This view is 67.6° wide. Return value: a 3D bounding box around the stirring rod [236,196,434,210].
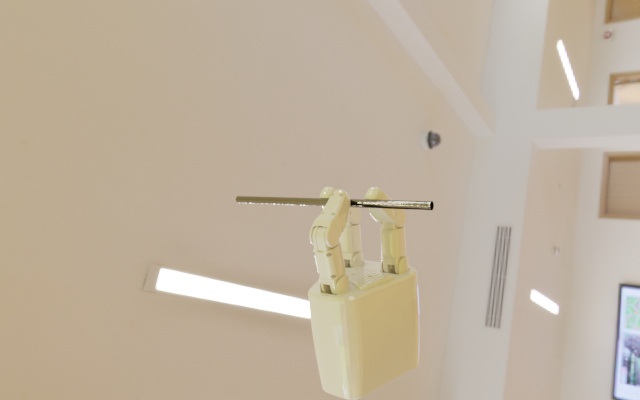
[{"bbox_3d":[0.000,0.002,0.483,0.239,0.011,0.011,2,1,37],"label":"stirring rod"}]
